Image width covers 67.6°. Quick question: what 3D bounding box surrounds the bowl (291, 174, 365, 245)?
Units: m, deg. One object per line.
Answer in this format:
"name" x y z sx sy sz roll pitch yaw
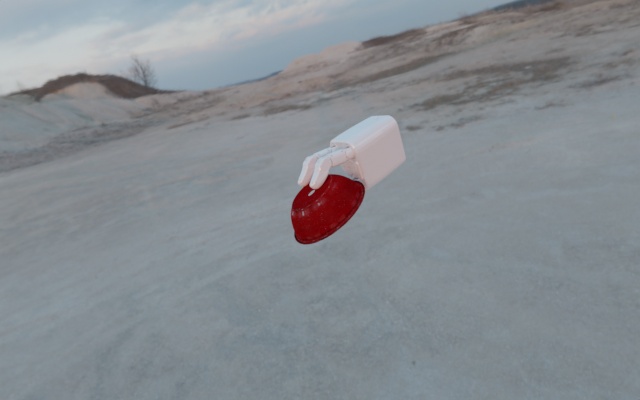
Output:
"bowl" -0.001 0.003 0.867 0.055 0.162 0.162 49 -24 -23
